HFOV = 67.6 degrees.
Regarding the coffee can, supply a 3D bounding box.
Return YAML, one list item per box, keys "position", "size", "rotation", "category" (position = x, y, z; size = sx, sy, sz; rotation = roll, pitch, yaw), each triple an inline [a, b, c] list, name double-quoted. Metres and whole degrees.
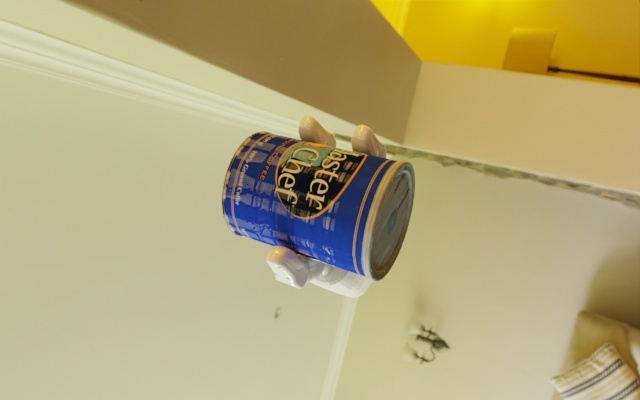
- position: [0.000, 0.001, 0.424]
  size: [0.140, 0.103, 0.103]
  rotation: [15, 6, 24]
  category: "coffee can"
